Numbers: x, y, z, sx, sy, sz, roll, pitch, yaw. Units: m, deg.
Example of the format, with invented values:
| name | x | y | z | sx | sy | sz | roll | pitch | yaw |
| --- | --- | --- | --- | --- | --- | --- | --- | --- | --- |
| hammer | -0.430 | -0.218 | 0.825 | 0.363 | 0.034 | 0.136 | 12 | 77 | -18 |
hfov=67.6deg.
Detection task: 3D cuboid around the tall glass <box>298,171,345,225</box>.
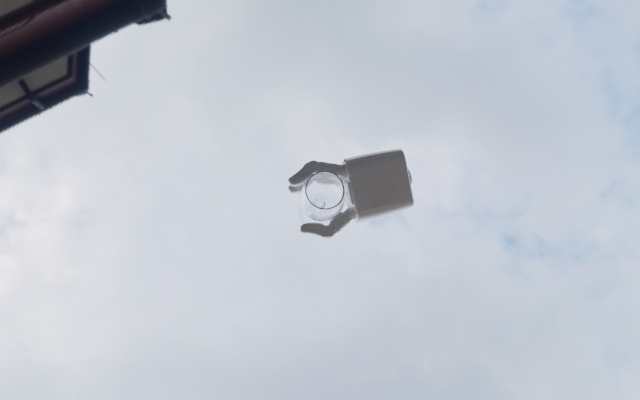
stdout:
| name | x | y | z | sx | sy | sz | roll | pitch | yaw |
| --- | --- | --- | --- | --- | --- | --- | --- | --- | --- |
| tall glass | 0.000 | 0.003 | 0.841 | 0.079 | 0.079 | 0.201 | 0 | -11 | -4 |
